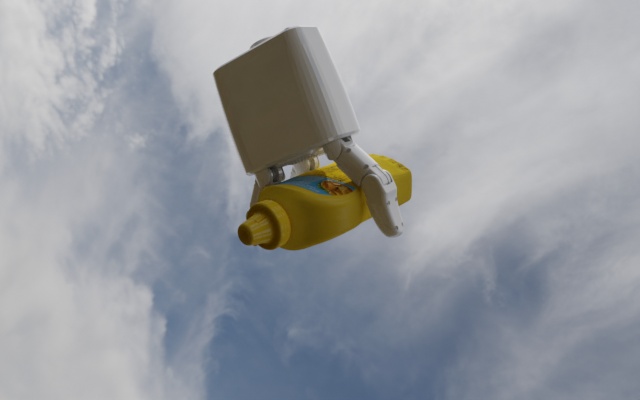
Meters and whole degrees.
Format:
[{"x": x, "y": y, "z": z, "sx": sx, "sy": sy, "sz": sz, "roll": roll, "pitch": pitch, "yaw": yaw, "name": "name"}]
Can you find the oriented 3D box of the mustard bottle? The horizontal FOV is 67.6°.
[{"x": 0.000, "y": 0.002, "z": 0.446, "sx": 0.096, "sy": 0.058, "sz": 0.191, "roll": 13, "pitch": 23, "yaw": 37, "name": "mustard bottle"}]
